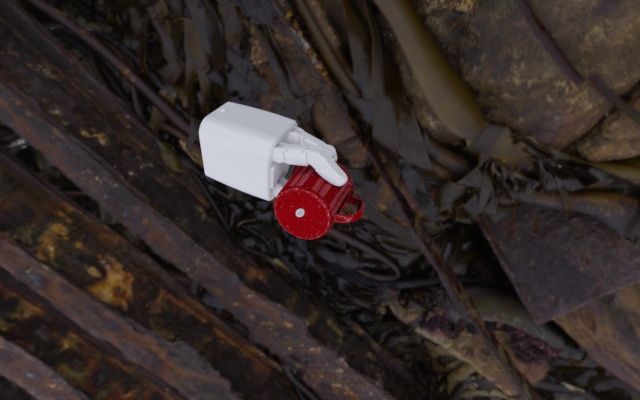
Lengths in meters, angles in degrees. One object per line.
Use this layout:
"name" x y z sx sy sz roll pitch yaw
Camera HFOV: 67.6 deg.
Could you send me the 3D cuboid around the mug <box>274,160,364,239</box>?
"mug" 0.001 0.003 0.638 0.117 0.093 0.081 18 36 12
